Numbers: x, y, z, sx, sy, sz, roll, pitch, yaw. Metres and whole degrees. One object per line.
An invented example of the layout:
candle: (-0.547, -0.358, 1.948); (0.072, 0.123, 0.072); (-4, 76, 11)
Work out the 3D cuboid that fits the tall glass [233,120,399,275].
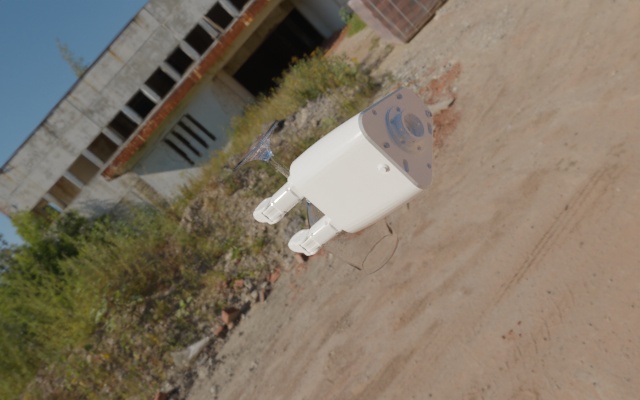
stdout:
tall glass: (0.000, 0.001, 0.555); (0.201, 0.079, 0.079); (41, -12, -14)
